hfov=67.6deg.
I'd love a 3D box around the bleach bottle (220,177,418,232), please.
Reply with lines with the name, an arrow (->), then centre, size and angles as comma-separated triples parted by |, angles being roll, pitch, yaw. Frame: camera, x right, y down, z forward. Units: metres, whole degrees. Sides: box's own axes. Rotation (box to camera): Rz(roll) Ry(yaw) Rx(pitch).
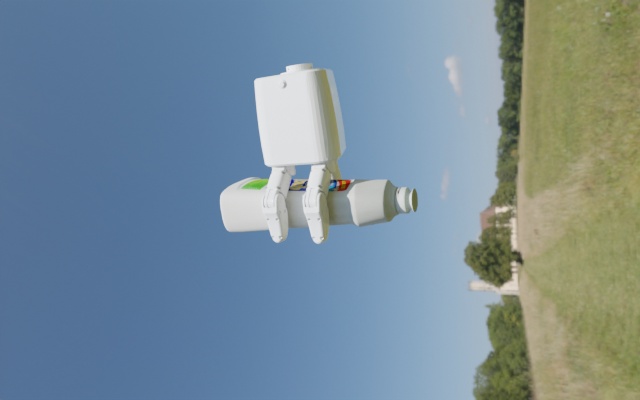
bleach bottle -> 0.000, 0.002, 0.615 | 0.251, 0.068, 0.102 | -2, 13, 25
